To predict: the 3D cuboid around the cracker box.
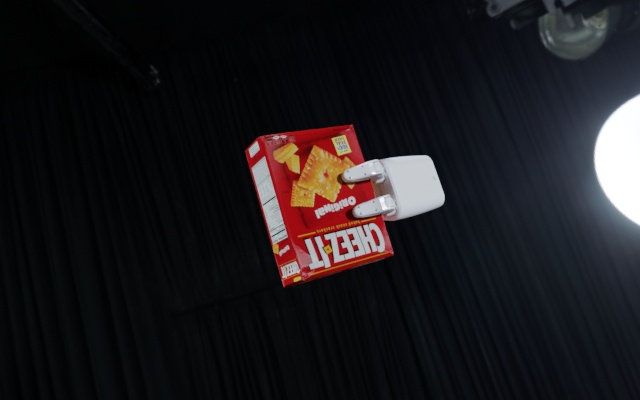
[{"bbox_3d":[0.000,0.002,0.709,0.164,0.213,0.072,-11,-11,-32],"label":"cracker box"}]
